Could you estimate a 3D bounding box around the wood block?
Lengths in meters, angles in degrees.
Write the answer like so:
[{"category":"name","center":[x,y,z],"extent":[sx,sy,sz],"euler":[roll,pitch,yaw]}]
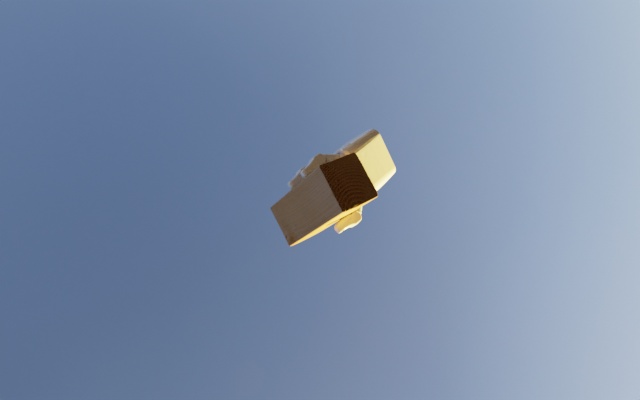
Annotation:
[{"category":"wood block","center":[0.001,0.003,0.892],"extent":[0.090,0.091,0.206],"euler":[-24,-8,-36]}]
